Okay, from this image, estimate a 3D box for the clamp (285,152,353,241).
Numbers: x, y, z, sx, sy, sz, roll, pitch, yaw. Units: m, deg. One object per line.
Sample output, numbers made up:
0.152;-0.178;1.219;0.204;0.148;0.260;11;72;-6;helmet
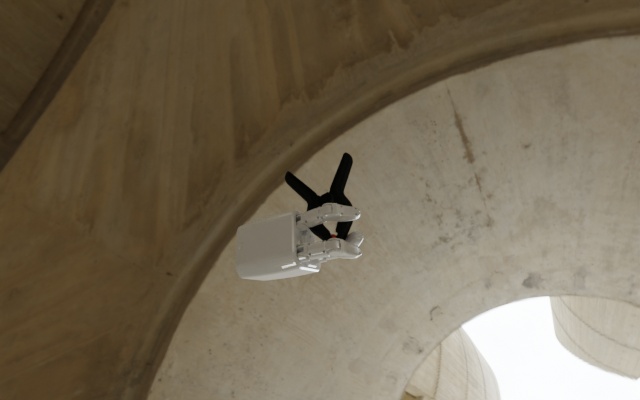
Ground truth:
0.000;0.003;0.788;0.120;0.171;0.039;-13;-33;17;clamp
